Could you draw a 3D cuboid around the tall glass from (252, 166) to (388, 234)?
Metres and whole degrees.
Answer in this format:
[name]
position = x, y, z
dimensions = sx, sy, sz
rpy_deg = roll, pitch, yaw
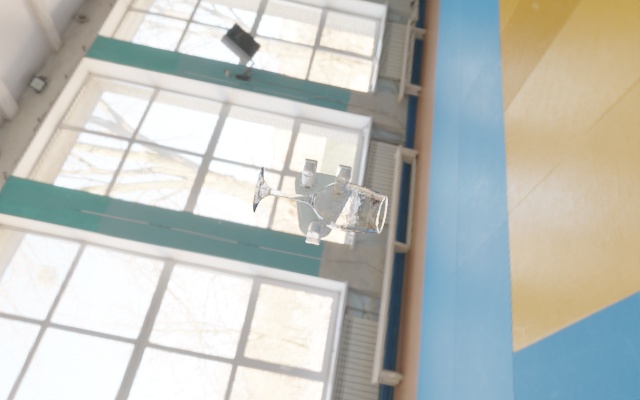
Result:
[tall glass]
position = -0.001, 0.002, 0.747
dimensions = 0.201, 0.079, 0.079
rpy_deg = 11, 0, -1
